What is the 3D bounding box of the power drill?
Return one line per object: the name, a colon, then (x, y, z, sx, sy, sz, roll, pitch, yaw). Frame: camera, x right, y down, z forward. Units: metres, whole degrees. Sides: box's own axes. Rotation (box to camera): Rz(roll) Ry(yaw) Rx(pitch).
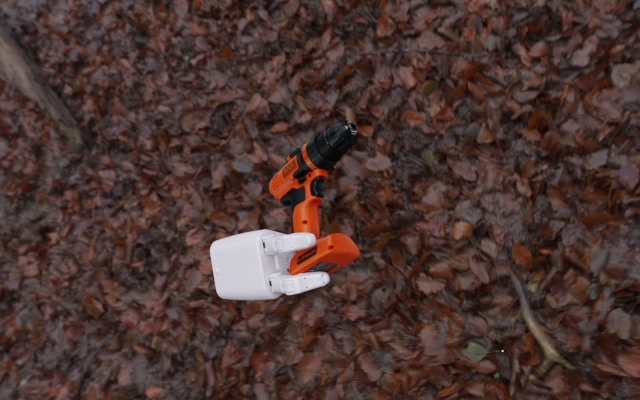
power drill: (0.000, 0.003, 0.666, 0.057, 0.187, 0.184, 13, -36, -34)
